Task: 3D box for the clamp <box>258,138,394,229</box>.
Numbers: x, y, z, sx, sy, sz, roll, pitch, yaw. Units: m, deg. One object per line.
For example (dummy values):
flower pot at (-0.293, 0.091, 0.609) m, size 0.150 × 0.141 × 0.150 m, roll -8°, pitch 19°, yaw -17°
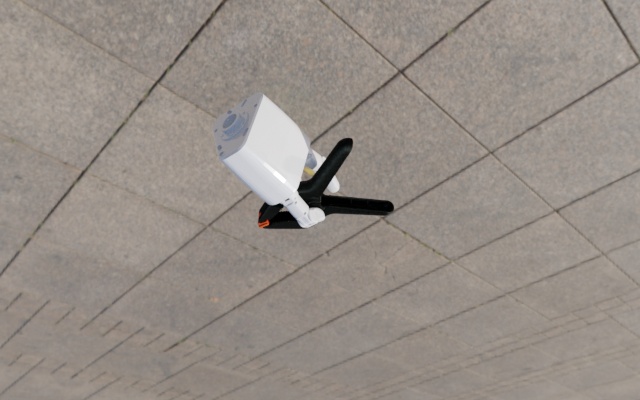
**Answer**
clamp at (0.000, 0.003, 0.736) m, size 0.210 × 0.036 × 0.165 m, roll -26°, pitch -49°, yaw 24°
